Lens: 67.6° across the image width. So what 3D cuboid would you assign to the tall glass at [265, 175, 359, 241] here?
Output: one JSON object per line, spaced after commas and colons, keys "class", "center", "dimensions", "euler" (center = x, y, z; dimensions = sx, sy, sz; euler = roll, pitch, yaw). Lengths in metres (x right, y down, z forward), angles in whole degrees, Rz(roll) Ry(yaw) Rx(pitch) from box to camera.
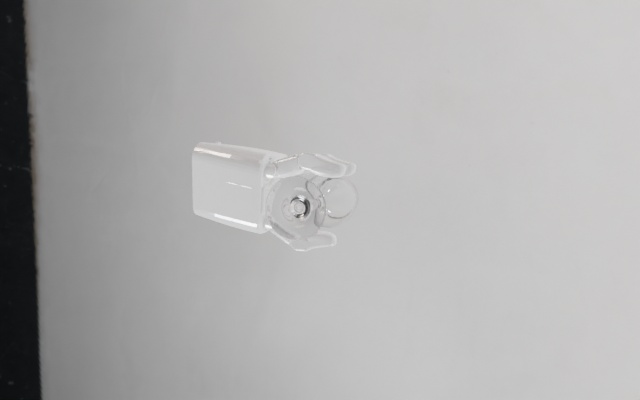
{"class": "tall glass", "center": [0.000, 0.002, 0.637], "dimensions": [0.079, 0.079, 0.201], "euler": [0, 4, 18]}
